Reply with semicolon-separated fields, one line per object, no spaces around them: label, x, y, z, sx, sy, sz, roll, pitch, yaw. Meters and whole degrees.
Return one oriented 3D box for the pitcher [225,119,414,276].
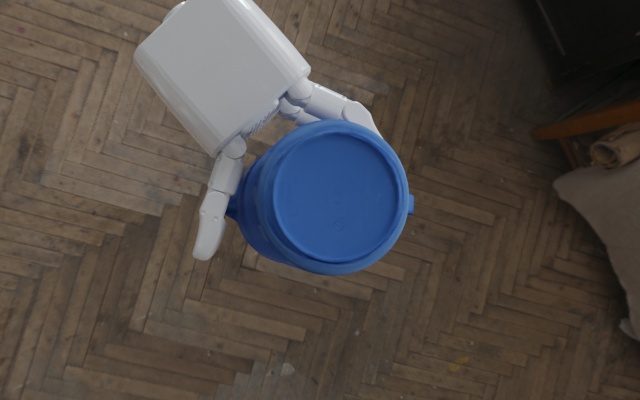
pitcher;0.000;0.001;0.437;0.149;0.145;0.243;-43;6;-9
